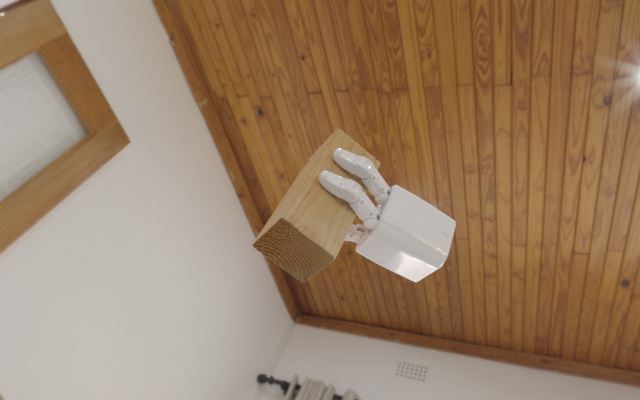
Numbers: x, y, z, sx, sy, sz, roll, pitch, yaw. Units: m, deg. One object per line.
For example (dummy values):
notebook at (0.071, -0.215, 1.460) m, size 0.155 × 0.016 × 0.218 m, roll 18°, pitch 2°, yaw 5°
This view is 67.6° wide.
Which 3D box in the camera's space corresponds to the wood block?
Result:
wood block at (0.000, 0.003, 0.690) m, size 0.090 × 0.206 × 0.091 m, roll 38°, pitch -44°, yaw -9°
